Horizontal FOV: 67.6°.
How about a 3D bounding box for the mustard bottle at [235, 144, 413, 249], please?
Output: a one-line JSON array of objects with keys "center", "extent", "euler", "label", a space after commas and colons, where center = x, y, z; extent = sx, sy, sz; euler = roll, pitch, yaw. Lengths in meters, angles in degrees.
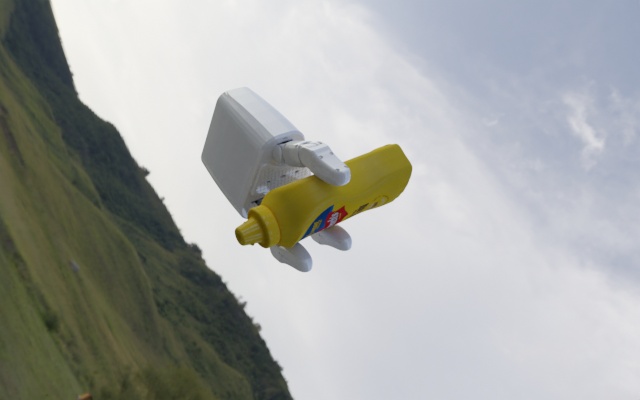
[{"center": [0.000, 0.002, 0.490], "extent": [0.191, 0.058, 0.096], "euler": [-22, -13, -30], "label": "mustard bottle"}]
